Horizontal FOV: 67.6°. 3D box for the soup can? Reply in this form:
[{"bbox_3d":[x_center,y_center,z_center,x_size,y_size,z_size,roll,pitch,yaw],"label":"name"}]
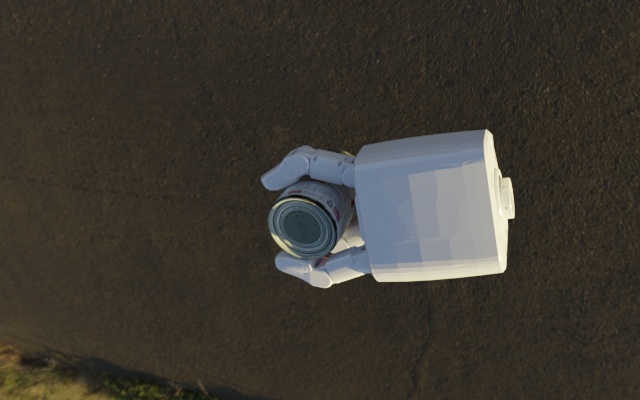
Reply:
[{"bbox_3d":[-0.001,0.002,0.460,0.068,0.068,0.102,0,29,23],"label":"soup can"}]
